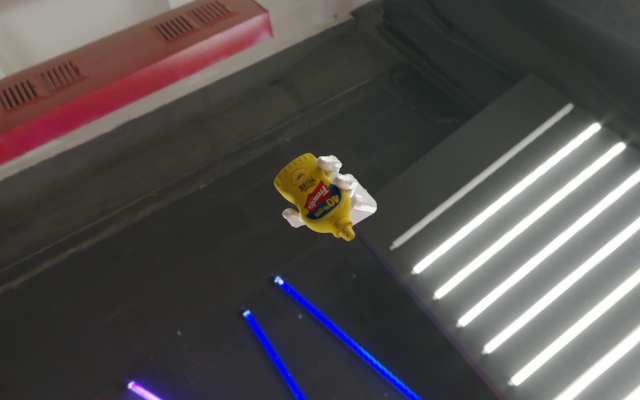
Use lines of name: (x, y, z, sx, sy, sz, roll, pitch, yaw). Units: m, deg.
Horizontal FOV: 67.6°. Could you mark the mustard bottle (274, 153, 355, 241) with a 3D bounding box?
mustard bottle: (0.000, 0.003, 0.898, 0.096, 0.191, 0.058, -38, -28, -5)
